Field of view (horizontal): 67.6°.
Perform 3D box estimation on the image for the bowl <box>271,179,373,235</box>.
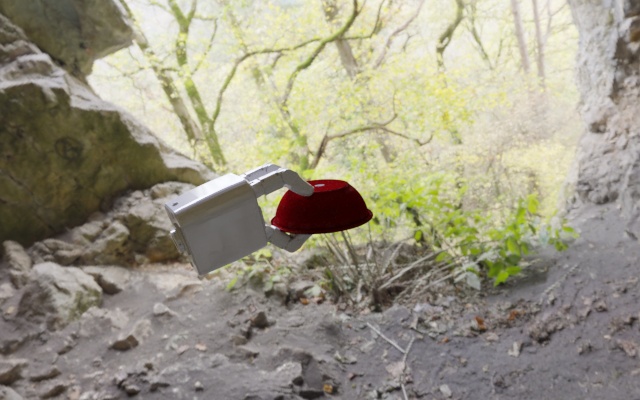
[{"bbox_3d":[0.001,0.002,0.744,0.162,0.055,0.162,-4,14,1],"label":"bowl"}]
